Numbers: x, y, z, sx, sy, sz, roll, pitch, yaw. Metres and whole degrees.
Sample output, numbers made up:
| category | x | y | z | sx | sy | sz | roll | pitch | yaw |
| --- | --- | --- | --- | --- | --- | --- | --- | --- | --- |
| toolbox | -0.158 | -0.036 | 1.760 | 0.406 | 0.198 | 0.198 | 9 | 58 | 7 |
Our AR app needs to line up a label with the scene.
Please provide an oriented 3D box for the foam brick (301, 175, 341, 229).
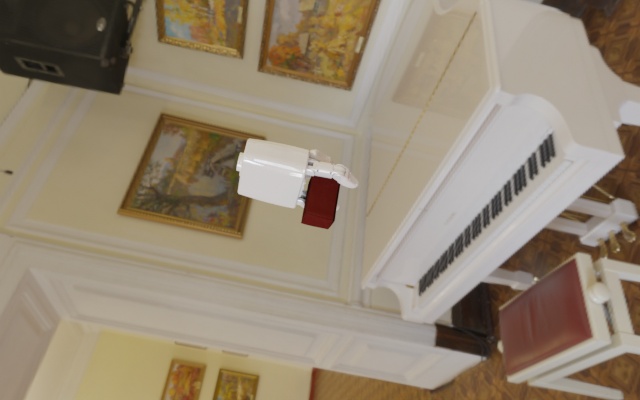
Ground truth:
| category | x | y | z | sx | sy | sz | roll | pitch | yaw |
| --- | --- | --- | --- | --- | --- | --- | --- | --- | --- |
| foam brick | 0.000 | 0.003 | 0.823 | 0.051 | 0.078 | 0.053 | 13 | -24 | -7 |
